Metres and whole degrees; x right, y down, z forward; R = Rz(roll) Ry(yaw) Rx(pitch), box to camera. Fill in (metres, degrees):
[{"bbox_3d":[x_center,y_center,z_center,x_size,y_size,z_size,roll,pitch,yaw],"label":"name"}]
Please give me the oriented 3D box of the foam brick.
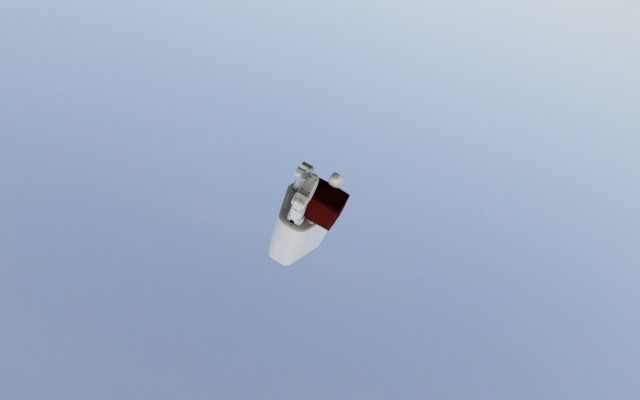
[{"bbox_3d":[0.000,0.003,0.801,0.078,0.051,0.053,30,45,8],"label":"foam brick"}]
